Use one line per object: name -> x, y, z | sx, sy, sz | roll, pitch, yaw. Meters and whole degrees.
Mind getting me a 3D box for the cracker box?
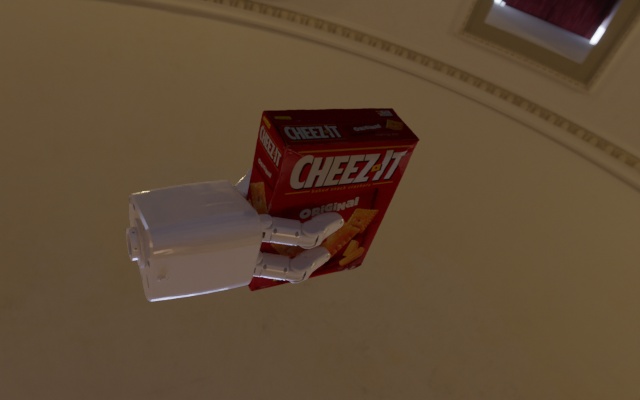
cracker box -> 0.000, 0.002, 0.557 | 0.164, 0.214, 0.072 | -7, 46, -29
